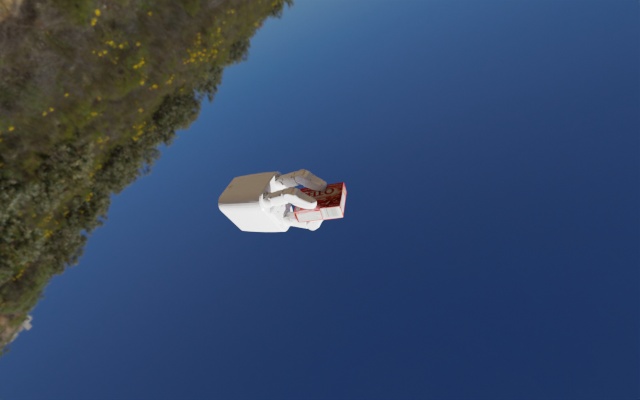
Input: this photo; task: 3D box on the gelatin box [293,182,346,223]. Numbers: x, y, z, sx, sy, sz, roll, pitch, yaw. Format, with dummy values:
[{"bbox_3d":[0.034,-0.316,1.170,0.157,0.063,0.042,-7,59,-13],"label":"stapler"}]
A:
[{"bbox_3d":[0.001,0.003,0.885,0.089,0.030,0.073,-7,36,15],"label":"gelatin box"}]
